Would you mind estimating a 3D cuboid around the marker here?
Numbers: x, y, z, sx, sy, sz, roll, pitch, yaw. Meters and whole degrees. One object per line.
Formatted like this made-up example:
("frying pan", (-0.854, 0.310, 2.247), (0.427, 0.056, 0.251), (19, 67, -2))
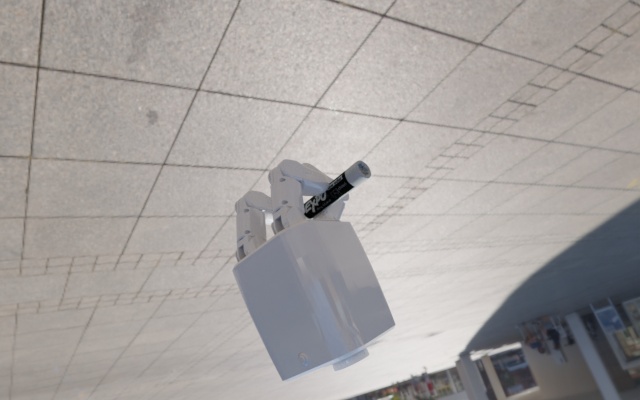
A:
("marker", (0.000, 0.001, 0.454), (0.020, 0.020, 0.121), (0, -29, -46))
